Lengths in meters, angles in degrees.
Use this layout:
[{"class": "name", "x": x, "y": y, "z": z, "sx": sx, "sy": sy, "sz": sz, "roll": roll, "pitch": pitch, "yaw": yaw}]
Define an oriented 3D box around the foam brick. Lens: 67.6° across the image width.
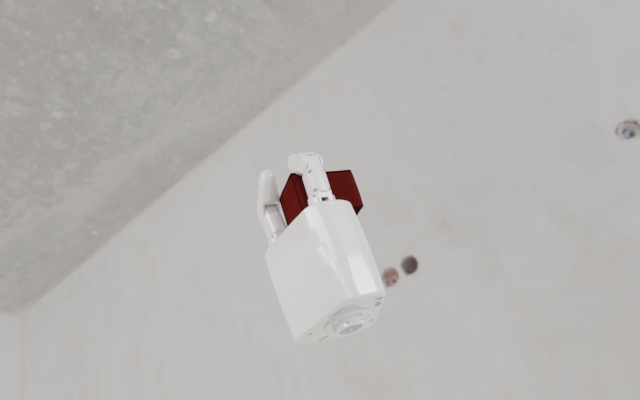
[{"class": "foam brick", "x": 0.000, "y": 0.002, "z": 0.545, "sx": 0.078, "sy": 0.051, "sz": 0.053, "roll": -6, "pitch": -31, "yaw": -25}]
